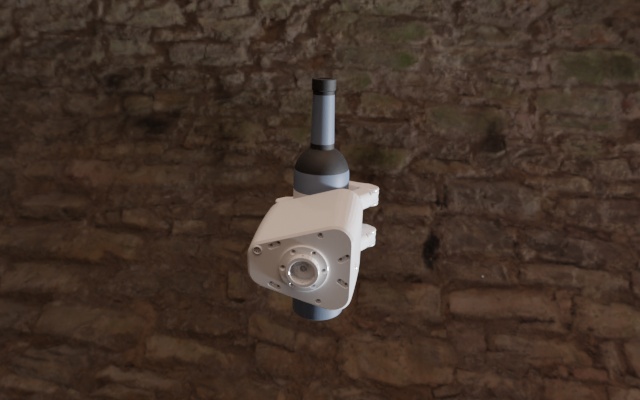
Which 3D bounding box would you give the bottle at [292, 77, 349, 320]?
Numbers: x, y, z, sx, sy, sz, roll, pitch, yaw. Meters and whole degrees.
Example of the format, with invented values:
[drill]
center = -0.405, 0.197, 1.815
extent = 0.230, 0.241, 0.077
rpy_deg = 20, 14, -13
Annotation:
[bottle]
center = 0.000, 0.002, 0.583
extent = 0.069, 0.296, 0.069
rpy_deg = 1, 20, -1
